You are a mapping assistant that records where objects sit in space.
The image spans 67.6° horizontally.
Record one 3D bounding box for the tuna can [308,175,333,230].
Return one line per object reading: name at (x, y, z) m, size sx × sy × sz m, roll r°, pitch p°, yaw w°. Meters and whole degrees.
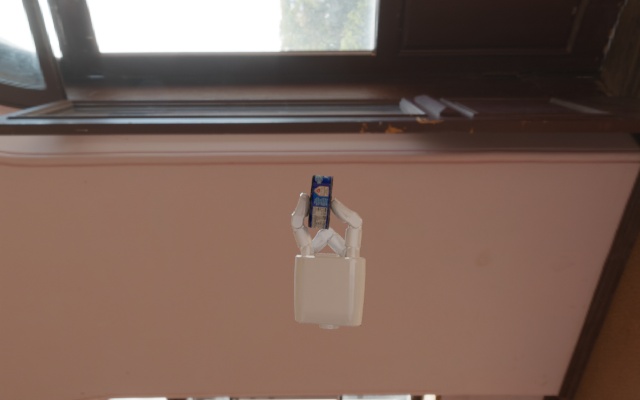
tuna can at (0.000, 0.002, 0.760) m, size 0.034 × 0.086 × 0.086 m, roll 5°, pitch 0°, yaw 0°
